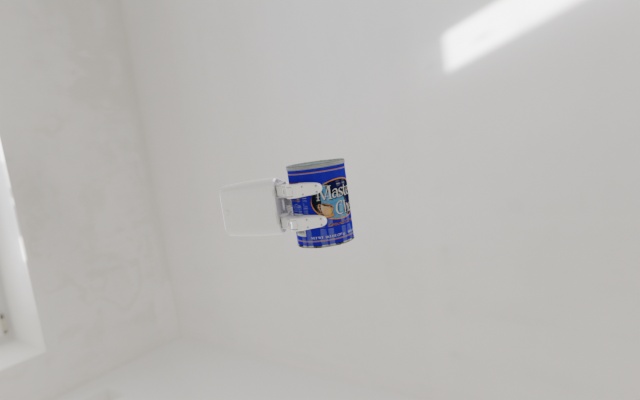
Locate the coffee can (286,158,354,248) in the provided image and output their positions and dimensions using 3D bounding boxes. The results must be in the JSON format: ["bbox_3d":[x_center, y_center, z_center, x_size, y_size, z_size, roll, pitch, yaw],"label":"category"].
[{"bbox_3d":[0.000,0.003,0.835,0.103,0.140,0.103,-8,8,1],"label":"coffee can"}]
